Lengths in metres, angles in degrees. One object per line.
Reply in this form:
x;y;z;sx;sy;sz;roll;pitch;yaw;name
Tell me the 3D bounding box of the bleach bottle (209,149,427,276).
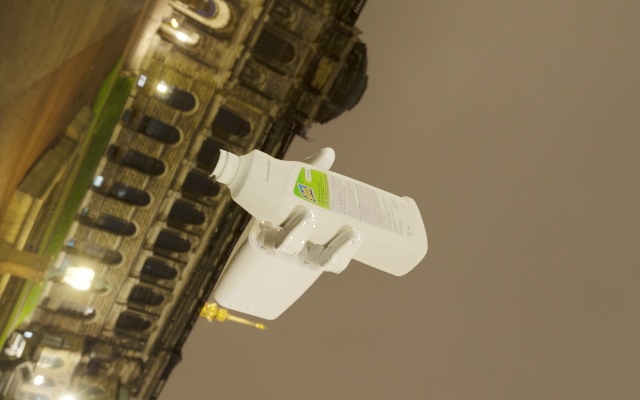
0.000;0.002;0.529;0.251;0.102;0.068;23;-55;-24;bleach bottle
